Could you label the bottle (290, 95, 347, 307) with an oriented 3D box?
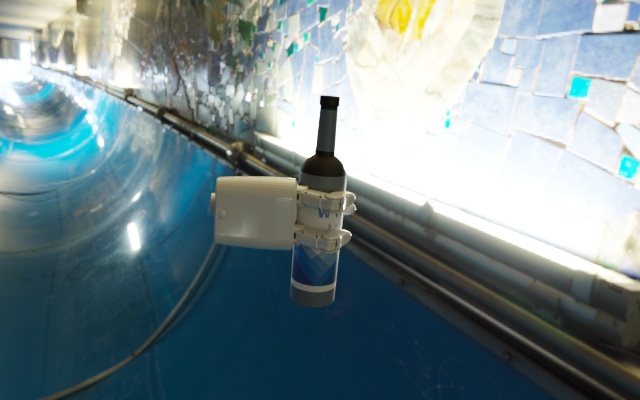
[{"bbox_3d":[0.000,0.002,0.675,0.069,0.296,0.069,5,14,-1],"label":"bottle"}]
